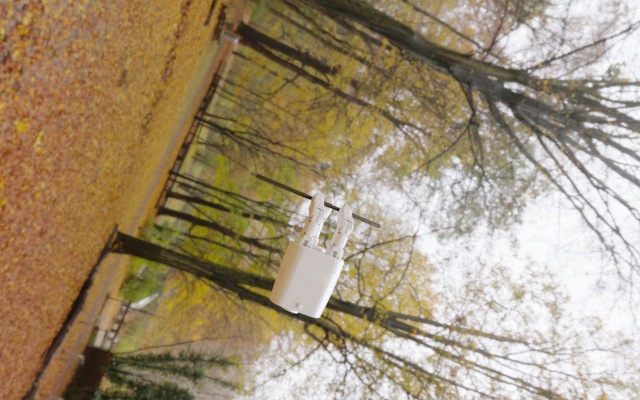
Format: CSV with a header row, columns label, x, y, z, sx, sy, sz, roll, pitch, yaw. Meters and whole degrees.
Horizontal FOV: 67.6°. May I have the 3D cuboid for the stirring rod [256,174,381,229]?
label,x,y,z,sx,sy,sz,roll,pitch,yaw
stirring rod,0.000,0.003,0.834,0.239,0.011,0.011,23,-6,-15
